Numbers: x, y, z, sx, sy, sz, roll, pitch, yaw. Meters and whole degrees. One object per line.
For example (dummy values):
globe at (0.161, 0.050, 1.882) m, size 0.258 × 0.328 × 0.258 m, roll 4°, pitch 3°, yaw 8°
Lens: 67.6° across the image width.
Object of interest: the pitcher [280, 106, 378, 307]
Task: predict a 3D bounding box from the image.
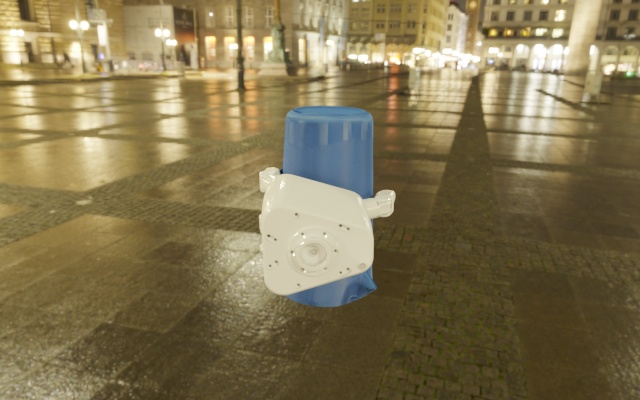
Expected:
pitcher at (0.000, 0.002, 0.629) m, size 0.149 × 0.243 × 0.145 m, roll 1°, pitch 17°, yaw -2°
